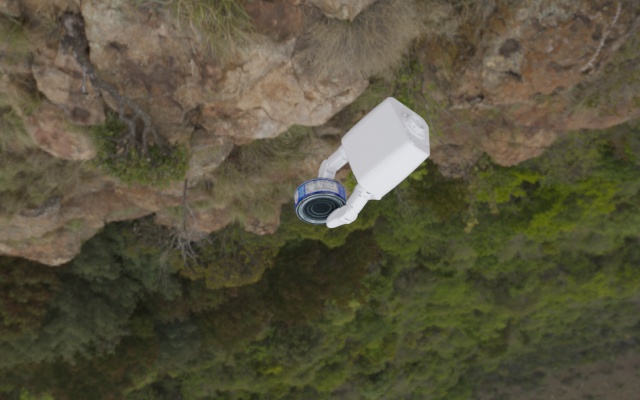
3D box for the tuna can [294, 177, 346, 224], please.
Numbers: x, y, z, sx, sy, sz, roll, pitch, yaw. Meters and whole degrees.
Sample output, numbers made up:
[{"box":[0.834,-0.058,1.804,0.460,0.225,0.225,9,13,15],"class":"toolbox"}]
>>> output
[{"box":[0.000,0.003,0.782,0.086,0.033,0.086,-4,-38,-3],"class":"tuna can"}]
